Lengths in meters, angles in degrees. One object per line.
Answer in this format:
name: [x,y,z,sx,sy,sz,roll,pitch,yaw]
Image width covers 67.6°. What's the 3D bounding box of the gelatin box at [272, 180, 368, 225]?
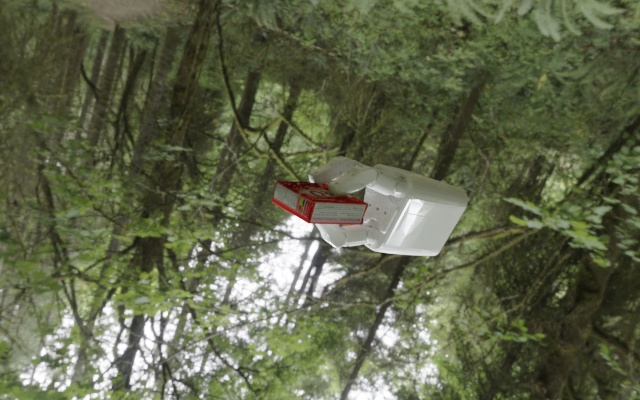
gelatin box: [0.000,0.002,0.562,0.089,0.030,0.073,2,18,-42]
